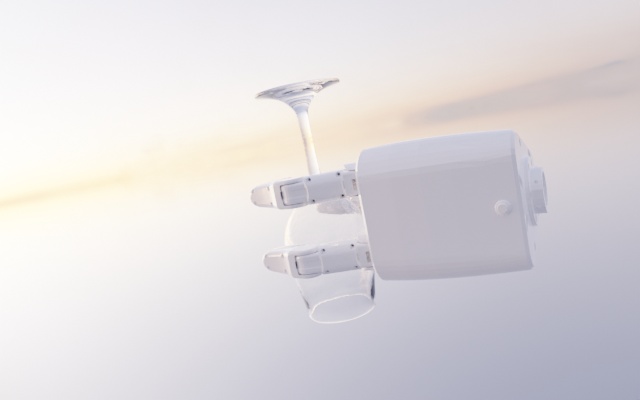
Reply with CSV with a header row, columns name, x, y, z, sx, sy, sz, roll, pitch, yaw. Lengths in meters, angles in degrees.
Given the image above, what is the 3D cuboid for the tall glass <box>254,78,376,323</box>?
name,x,y,z,sx,sy,sz,roll,pitch,yaw
tall glass,0.000,0.001,0.418,0.079,0.201,0.079,-11,7,1
